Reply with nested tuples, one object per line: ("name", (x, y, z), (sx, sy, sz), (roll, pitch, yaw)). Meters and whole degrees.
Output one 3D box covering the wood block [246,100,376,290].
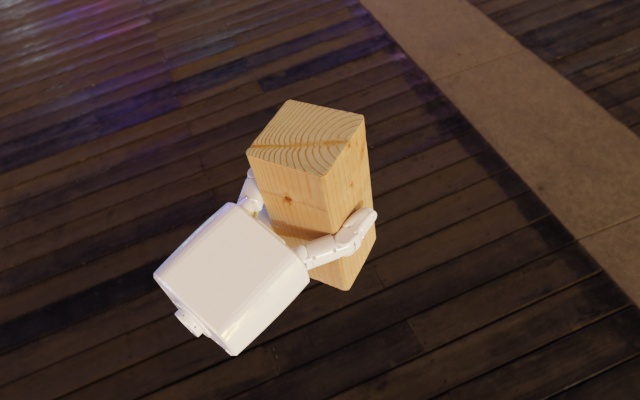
("wood block", (0.000, 0.002, 0.541), (0.091, 0.090, 0.206), (17, -35, 23))
